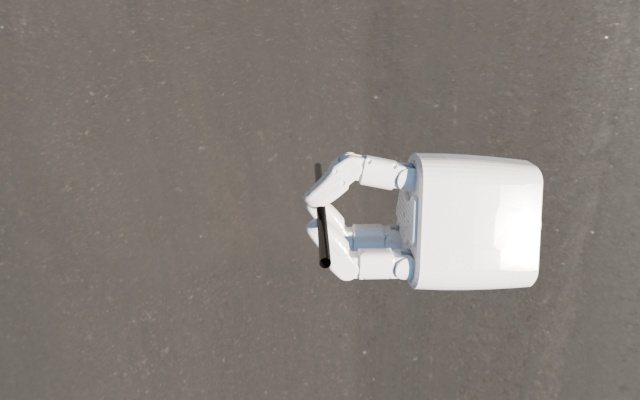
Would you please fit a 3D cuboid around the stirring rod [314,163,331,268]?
[{"bbox_3d":[0.000,0.001,0.433,0.011,0.011,0.239,0,20,-2],"label":"stirring rod"}]
